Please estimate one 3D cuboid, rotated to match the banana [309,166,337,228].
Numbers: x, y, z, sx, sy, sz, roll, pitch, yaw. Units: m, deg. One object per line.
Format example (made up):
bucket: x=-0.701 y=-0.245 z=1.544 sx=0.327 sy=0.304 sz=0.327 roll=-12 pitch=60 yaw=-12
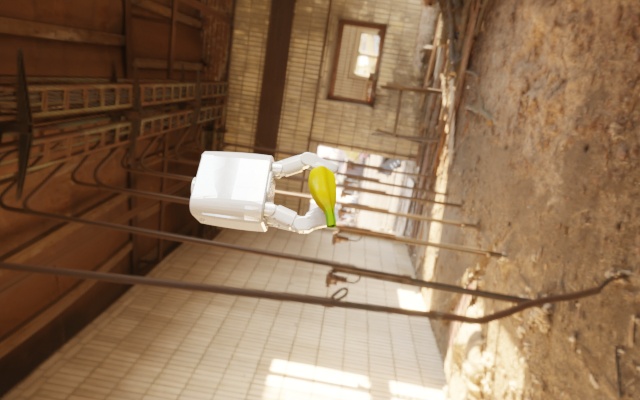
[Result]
banana: x=0.001 y=-0.016 z=0.677 sx=0.037 sy=0.069 sz=0.197 roll=2 pitch=10 yaw=-2
